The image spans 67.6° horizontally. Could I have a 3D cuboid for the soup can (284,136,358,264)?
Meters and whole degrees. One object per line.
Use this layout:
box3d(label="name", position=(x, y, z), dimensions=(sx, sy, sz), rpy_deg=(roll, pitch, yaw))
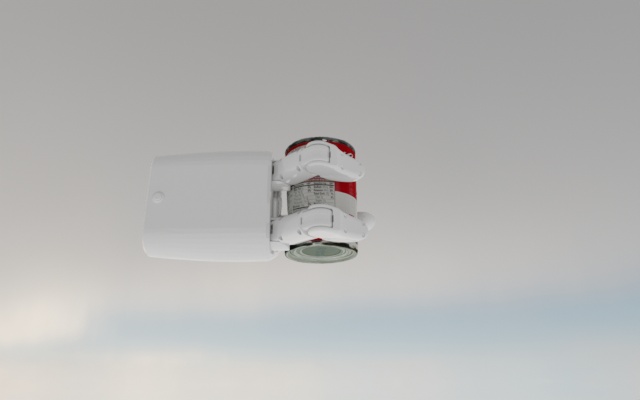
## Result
box3d(label="soup can", position=(0.001, 0.002, 0.442), dimensions=(0.068, 0.102, 0.068), rpy_deg=(0, -21, 0))
